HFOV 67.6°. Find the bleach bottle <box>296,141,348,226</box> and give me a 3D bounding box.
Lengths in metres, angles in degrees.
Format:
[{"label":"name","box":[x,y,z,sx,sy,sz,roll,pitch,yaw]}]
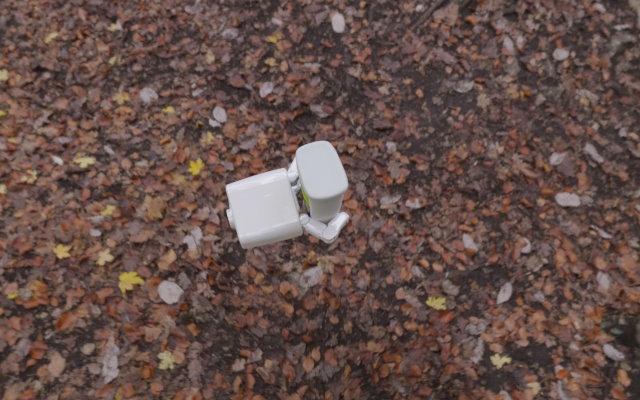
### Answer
[{"label":"bleach bottle","box":[0.000,0.003,0.831,0.068,0.102,0.251,-16,-24,-7]}]
